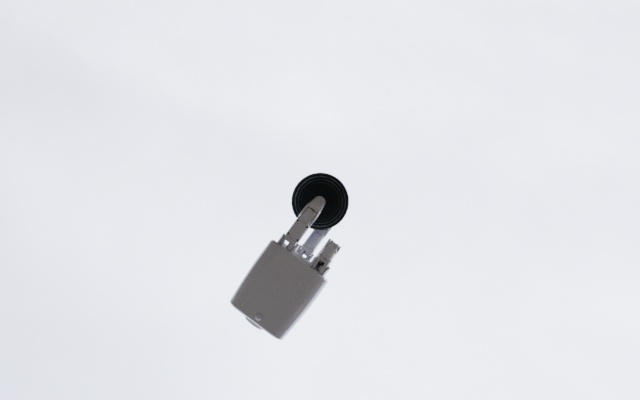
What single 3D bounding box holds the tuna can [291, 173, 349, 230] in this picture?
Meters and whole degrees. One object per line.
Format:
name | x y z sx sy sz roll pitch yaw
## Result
tuna can | 0.000 0.002 0.724 0.086 0.086 0.034 0 -4 3
